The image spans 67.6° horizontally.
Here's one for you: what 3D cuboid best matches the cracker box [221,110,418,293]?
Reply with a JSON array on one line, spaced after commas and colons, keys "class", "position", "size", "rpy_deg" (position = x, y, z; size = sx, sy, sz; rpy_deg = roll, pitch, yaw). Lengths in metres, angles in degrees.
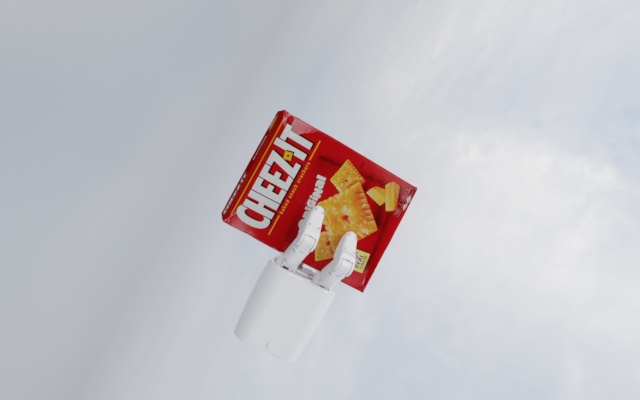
[{"class": "cracker box", "position": [0.000, 0.002, 0.642], "size": [0.214, 0.164, 0.072], "rpy_deg": [29, 0, -14]}]
